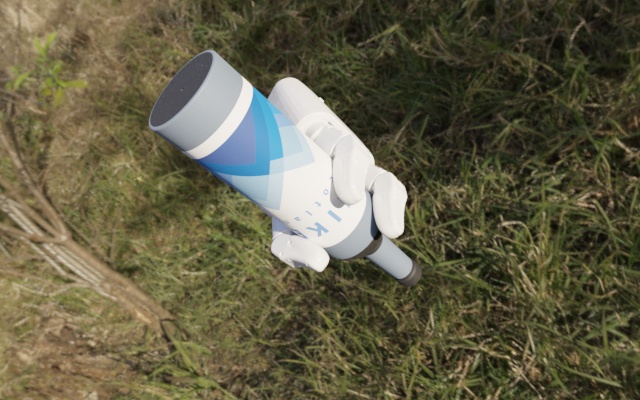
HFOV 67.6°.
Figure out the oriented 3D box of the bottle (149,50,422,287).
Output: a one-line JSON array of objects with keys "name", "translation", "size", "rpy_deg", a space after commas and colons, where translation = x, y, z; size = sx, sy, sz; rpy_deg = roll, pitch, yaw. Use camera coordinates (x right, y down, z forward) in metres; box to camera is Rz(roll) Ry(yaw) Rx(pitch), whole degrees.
[{"name": "bottle", "translation": [0.000, 0.001, 0.401], "size": [0.069, 0.069, 0.296], "rpy_deg": [0, -31, 46]}]
